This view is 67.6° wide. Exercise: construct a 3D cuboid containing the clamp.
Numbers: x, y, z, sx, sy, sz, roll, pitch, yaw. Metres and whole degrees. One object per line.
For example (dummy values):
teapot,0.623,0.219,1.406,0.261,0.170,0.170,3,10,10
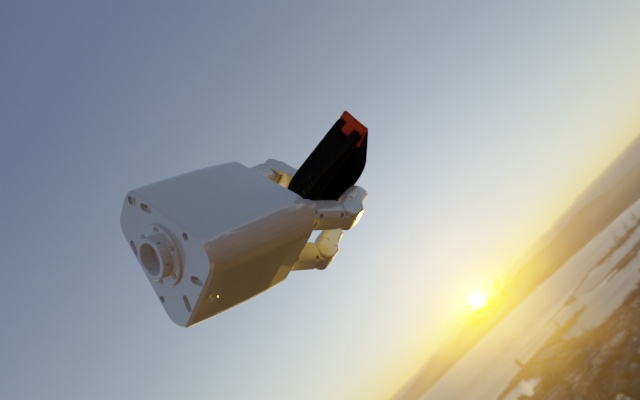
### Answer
clamp,0.000,0.001,0.481,0.036,0.210,0.164,43,36,19
